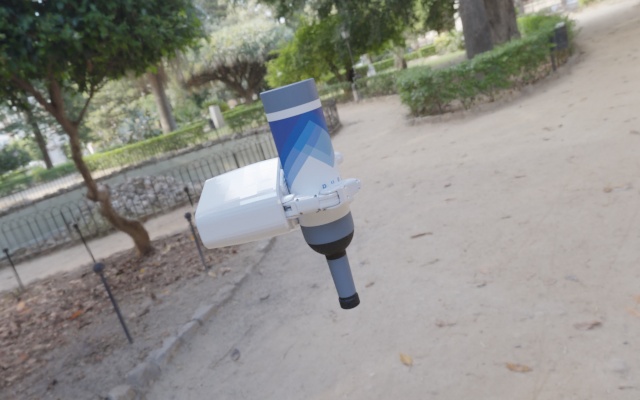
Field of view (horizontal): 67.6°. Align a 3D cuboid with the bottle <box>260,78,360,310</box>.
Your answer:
[{"bbox_3d":[0.000,0.002,0.598,0.069,0.296,0.069,-15,15,4],"label":"bottle"}]
